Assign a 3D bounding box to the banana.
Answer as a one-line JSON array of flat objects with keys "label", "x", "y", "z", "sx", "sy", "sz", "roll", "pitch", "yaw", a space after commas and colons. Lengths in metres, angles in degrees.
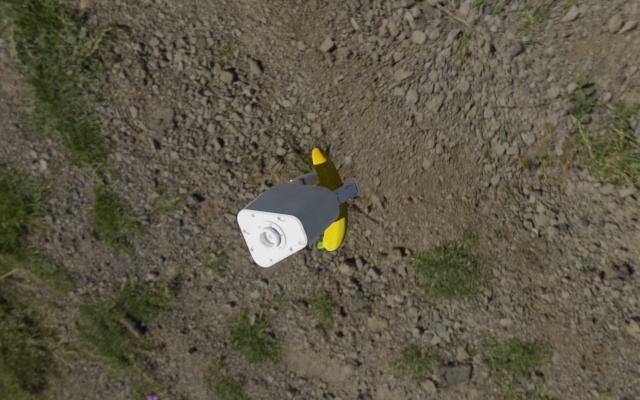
[{"label": "banana", "x": 0.015, "y": 0.011, "z": 0.793, "sx": 0.069, "sy": 0.198, "sz": 0.037, "roll": 18, "pitch": 33, "yaw": 31}]
